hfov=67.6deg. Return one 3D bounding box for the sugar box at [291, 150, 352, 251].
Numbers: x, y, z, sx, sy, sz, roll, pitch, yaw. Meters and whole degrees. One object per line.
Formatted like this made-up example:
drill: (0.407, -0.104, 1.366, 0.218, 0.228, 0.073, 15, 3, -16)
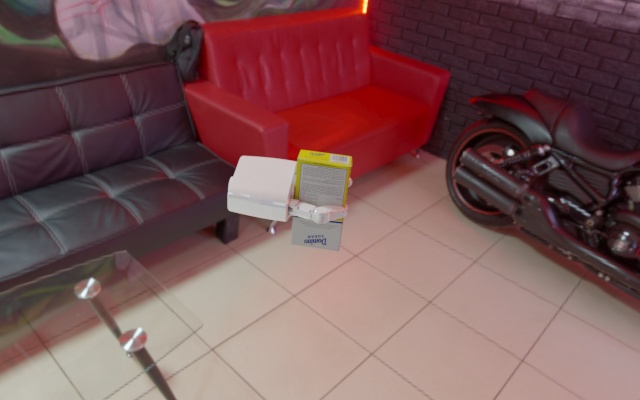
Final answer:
sugar box: (0.000, 0.002, 0.851, 0.093, 0.176, 0.048, 9, 32, 3)
